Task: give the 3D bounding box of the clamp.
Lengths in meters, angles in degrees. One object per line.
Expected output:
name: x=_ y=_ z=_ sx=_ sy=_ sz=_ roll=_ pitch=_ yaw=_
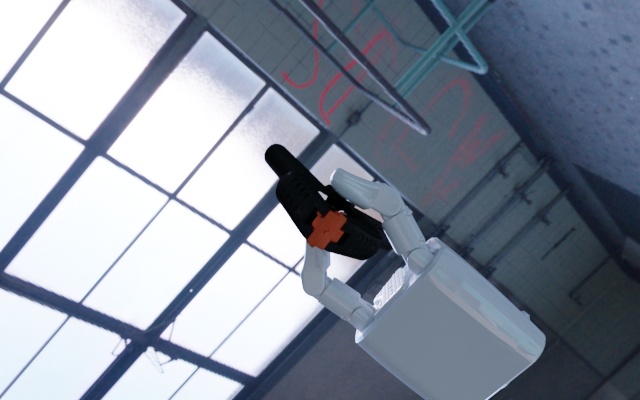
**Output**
clamp: x=0.000 y=0.002 z=0.410 sx=0.164 sy=0.036 sz=0.210 roll=37 pitch=7 yaw=4
